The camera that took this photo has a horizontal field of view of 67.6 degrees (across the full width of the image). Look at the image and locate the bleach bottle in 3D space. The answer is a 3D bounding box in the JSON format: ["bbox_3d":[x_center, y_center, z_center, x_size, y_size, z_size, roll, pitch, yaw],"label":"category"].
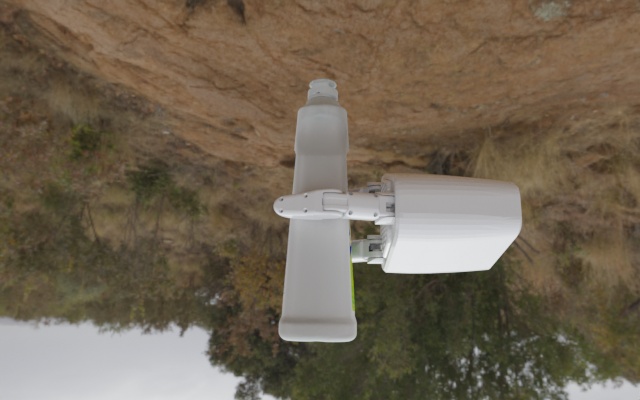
[{"bbox_3d":[0.000,0.002,0.457,0.068,0.250,0.102,1,-12,1],"label":"bleach bottle"}]
